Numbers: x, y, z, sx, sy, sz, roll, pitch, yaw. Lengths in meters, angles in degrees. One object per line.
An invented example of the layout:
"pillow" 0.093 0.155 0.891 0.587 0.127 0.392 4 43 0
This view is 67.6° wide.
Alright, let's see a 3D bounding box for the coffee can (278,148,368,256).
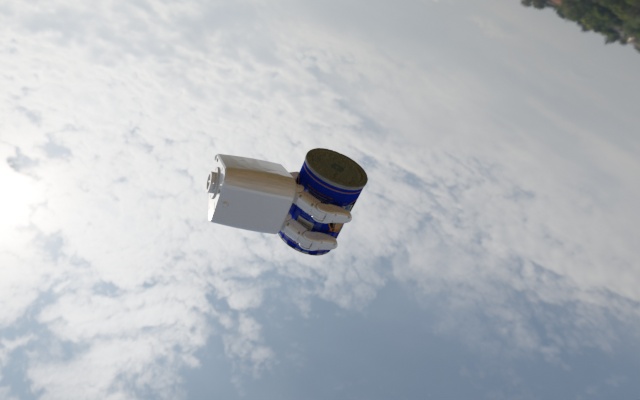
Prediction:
"coffee can" 0.000 0.002 0.761 0.103 0.140 0.102 19 31 -12
